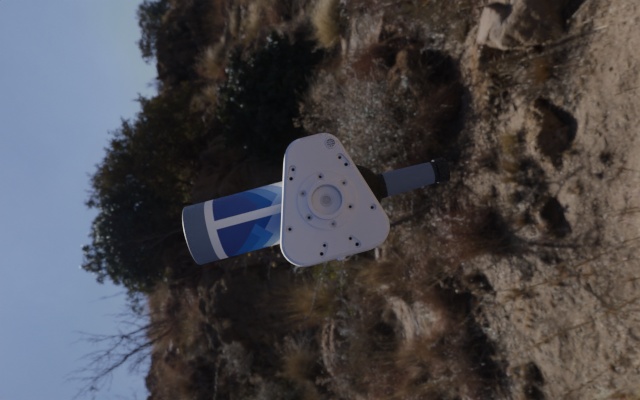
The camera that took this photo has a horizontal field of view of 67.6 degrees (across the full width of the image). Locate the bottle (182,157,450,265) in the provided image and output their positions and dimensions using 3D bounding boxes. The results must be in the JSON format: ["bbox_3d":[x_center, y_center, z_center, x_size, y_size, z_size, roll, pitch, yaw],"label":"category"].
[{"bbox_3d":[0.000,0.002,0.536,0.296,0.069,0.069,-15,0,-2],"label":"bottle"}]
